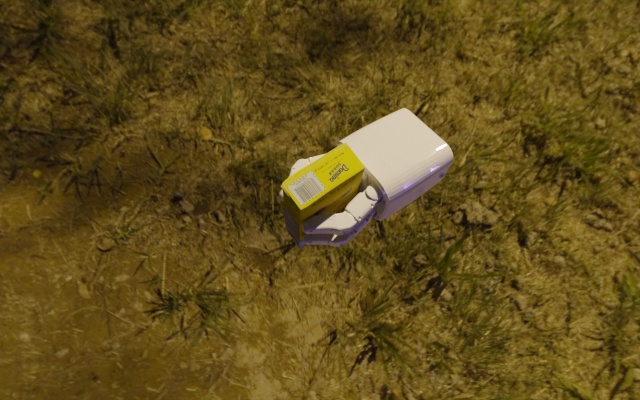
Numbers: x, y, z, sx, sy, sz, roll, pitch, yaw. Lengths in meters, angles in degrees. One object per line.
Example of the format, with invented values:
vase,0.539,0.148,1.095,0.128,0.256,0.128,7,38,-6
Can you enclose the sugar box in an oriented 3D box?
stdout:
sugar box,0.001,0.002,0.612,0.093,0.048,0.176,-33,-18,-12
